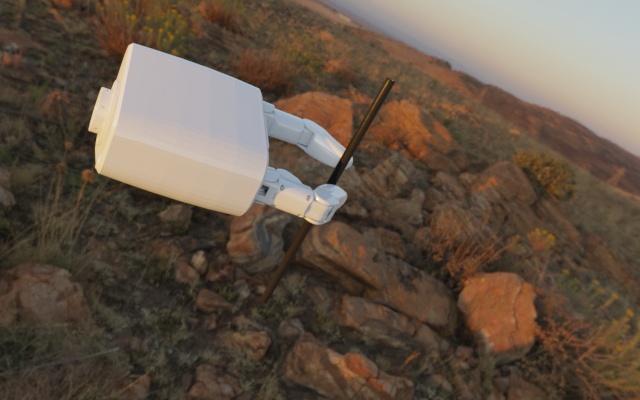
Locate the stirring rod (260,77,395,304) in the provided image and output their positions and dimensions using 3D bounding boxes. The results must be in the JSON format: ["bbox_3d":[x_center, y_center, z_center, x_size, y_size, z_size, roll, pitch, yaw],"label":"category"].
[{"bbox_3d":[0.000,0.001,0.423,0.011,0.240,0.011,25,22,-11],"label":"stirring rod"}]
